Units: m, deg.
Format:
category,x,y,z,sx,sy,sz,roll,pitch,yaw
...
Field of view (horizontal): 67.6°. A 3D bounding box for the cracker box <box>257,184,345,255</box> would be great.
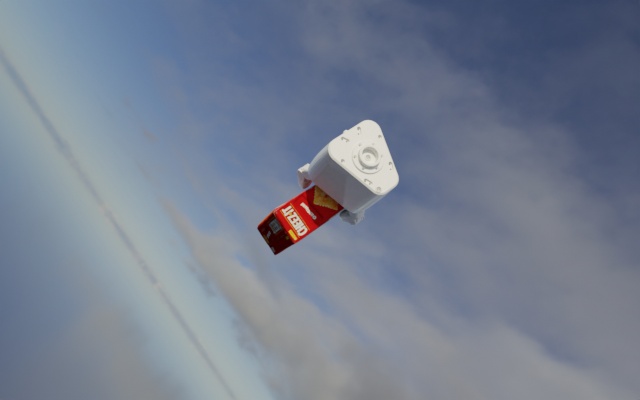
category,x,y,z,sx,sy,sz,roll,pitch,yaw
cracker box,0.000,0.003,0.855,0.213,0.072,0.164,-34,-2,-21
